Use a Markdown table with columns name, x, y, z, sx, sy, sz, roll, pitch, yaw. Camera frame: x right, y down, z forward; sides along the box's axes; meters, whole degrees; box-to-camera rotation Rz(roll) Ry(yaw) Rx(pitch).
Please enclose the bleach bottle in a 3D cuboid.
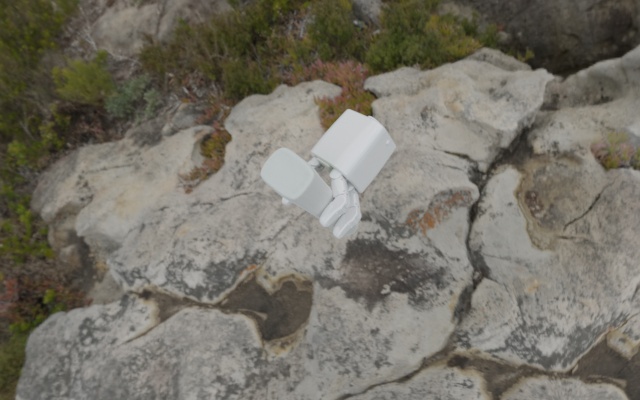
| name | x | y | z | sx | sy | sz | roll | pitch | yaw |
| --- | --- | --- | --- | --- | --- | --- | --- | --- | --- |
| bleach bottle | 0.000 | 0.003 | 0.849 | 0.102 | 0.068 | 0.251 | 39 | -1 | 34 |
